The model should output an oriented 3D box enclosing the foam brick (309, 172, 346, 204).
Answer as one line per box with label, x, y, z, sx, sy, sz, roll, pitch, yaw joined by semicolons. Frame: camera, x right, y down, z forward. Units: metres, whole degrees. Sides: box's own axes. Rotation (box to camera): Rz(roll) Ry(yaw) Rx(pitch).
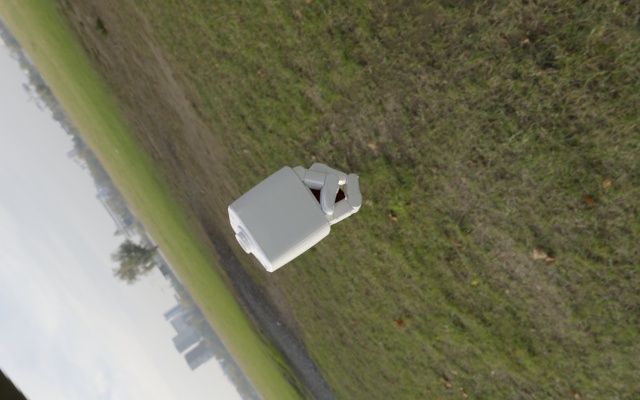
foam brick;0.000;0.003;0.754;0.051;0.053;0.078;-35;-15;-19
